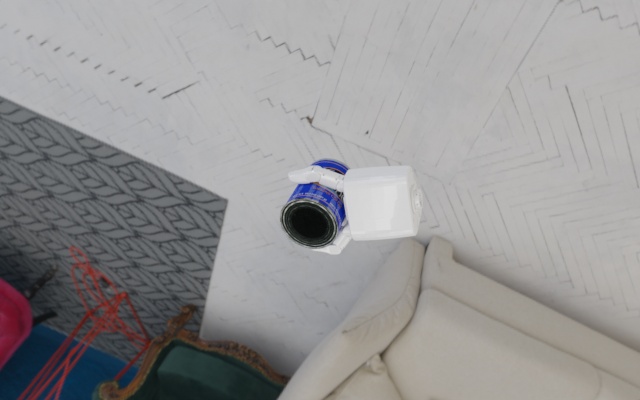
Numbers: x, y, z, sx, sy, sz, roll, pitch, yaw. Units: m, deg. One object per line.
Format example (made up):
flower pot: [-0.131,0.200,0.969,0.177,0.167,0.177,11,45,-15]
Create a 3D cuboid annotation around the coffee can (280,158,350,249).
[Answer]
coffee can: [0.000,0.003,0.840,0.103,0.103,0.140,0,32,20]
